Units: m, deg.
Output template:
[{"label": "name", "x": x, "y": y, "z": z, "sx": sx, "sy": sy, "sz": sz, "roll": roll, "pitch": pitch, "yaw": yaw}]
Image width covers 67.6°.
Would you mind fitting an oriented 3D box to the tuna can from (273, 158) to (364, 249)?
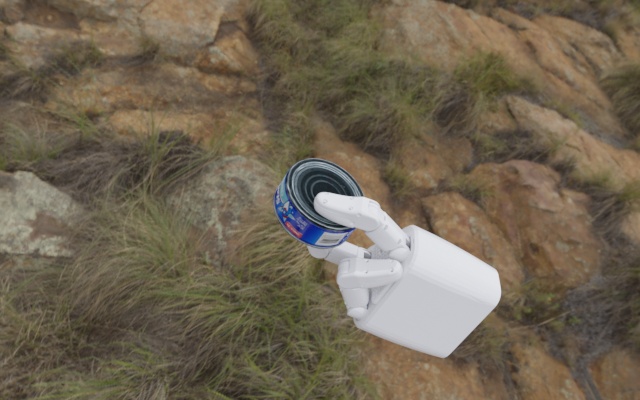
[{"label": "tuna can", "x": 0.000, "y": 0.001, "z": 0.459, "sx": 0.086, "sy": 0.086, "sz": 0.034, "roll": 0, "pitch": -35, "yaw": -31}]
